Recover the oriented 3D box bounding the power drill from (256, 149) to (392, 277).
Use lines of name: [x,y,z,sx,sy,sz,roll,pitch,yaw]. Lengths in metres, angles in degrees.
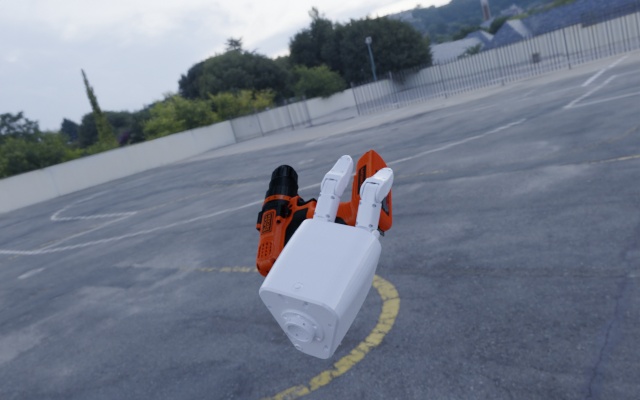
power drill: [0.000,0.002,0.632,0.188,0.184,0.057,-22,-44,28]
